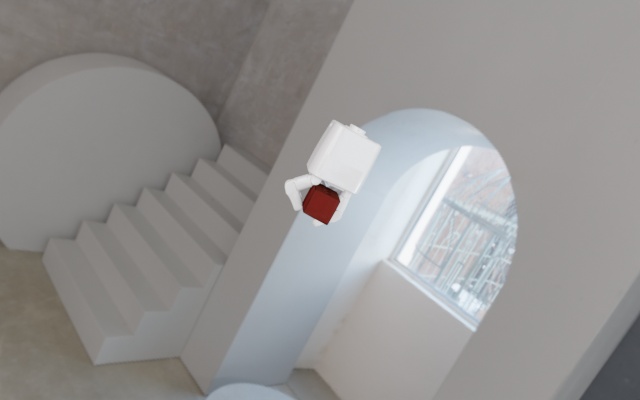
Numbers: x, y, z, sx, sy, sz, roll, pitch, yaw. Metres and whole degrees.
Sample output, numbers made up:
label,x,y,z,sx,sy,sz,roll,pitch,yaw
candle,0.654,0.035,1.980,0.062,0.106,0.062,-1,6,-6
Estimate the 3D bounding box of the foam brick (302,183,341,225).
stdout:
label,x,y,z,sx,sy,sz,roll,pitch,yaw
foam brick,0.000,0.003,0.895,0.053,0.051,0.078,28,11,-10
